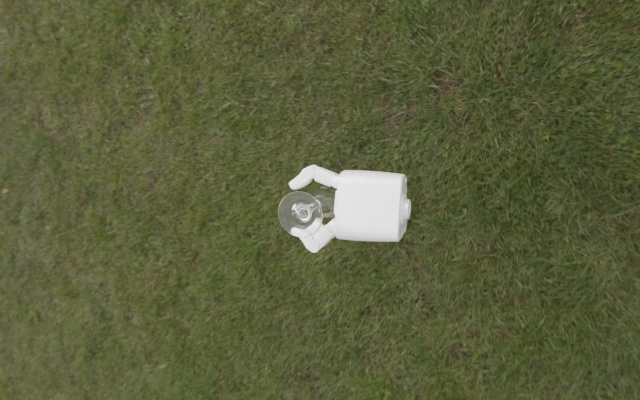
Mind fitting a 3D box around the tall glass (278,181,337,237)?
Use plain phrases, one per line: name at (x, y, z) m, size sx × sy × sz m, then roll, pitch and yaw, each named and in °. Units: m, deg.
tall glass at (0.000, 0.003, 0.837) m, size 0.079 × 0.079 × 0.201 m, roll 0°, pitch 11°, yaw 19°
